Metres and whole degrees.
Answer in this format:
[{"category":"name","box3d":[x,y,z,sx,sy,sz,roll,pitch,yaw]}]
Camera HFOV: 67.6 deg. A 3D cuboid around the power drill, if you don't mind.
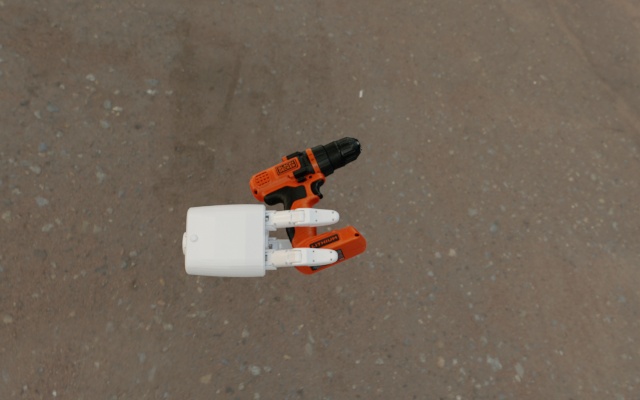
[{"category":"power drill","box3d":[0.000,0.003,0.711,0.184,0.187,0.057,-24,-33,3]}]
